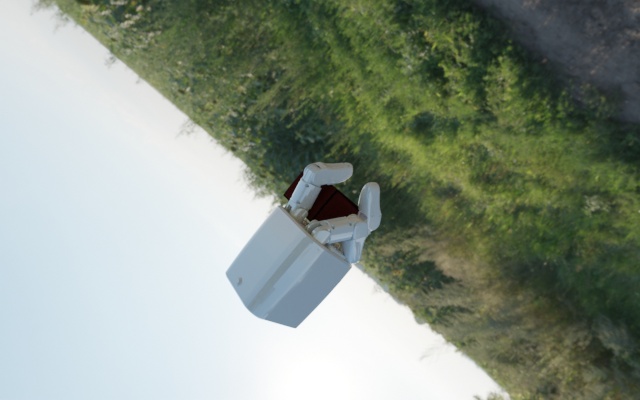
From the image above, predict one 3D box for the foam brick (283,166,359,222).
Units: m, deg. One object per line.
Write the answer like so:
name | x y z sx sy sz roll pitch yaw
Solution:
foam brick | 0.000 0.002 0.598 0.053 0.051 0.078 38 2 -39
